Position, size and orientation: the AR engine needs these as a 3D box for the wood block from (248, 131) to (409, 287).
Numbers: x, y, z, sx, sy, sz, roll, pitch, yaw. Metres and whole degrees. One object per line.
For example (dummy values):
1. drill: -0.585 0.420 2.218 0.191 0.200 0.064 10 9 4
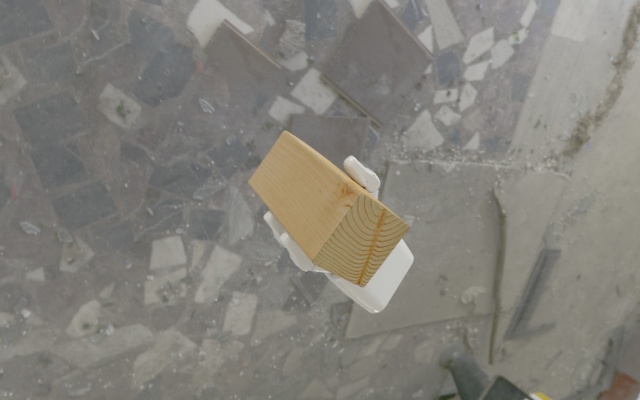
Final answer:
1. wood block: 0.001 0.002 0.589 0.090 0.091 0.206 32 7 -37
